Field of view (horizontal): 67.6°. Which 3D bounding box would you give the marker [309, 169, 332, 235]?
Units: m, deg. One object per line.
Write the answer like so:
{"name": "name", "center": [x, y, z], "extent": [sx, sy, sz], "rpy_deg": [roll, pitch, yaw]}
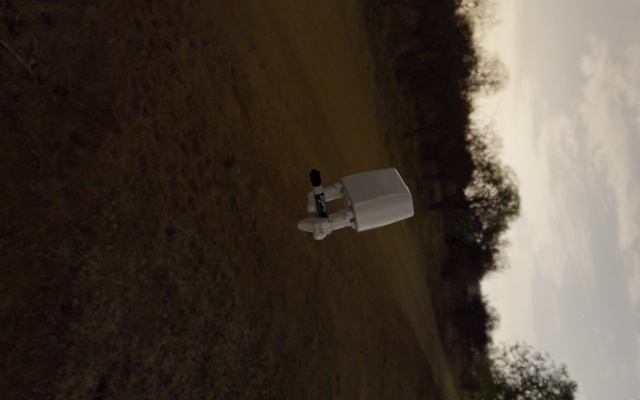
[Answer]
{"name": "marker", "center": [0.000, 0.003, 0.827], "extent": [0.020, 0.121, 0.020], "rpy_deg": [-10, 23, 4]}
